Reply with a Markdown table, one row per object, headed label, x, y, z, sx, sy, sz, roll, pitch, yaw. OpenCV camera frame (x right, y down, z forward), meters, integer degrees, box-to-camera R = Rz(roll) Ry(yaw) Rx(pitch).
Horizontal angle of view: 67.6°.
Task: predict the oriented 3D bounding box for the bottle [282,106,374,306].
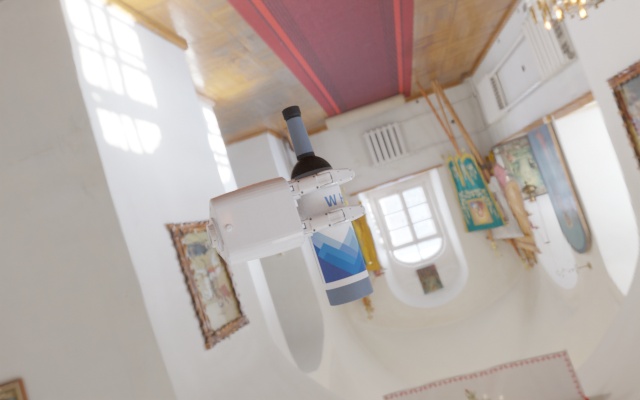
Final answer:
| label | x | y | z | sx | sy | sz | roll | pitch | yaw |
| --- | --- | --- | --- | --- | --- | --- | --- | --- | --- |
| bottle | 0.000 | 0.003 | 0.702 | 0.069 | 0.295 | 0.069 | -18 | -5 | -2 |
